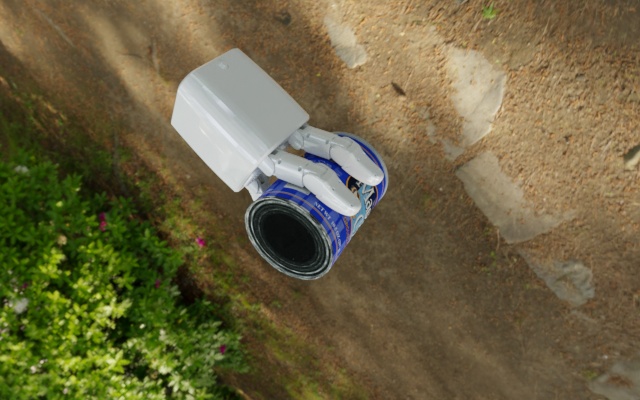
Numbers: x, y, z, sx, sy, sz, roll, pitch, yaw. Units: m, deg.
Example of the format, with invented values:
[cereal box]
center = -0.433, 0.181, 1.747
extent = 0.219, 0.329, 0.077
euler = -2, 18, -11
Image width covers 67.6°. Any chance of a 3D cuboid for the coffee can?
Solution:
[coffee can]
center = 0.000, 0.002, 0.521
extent = 0.103, 0.103, 0.140
euler = 0, 33, 35
